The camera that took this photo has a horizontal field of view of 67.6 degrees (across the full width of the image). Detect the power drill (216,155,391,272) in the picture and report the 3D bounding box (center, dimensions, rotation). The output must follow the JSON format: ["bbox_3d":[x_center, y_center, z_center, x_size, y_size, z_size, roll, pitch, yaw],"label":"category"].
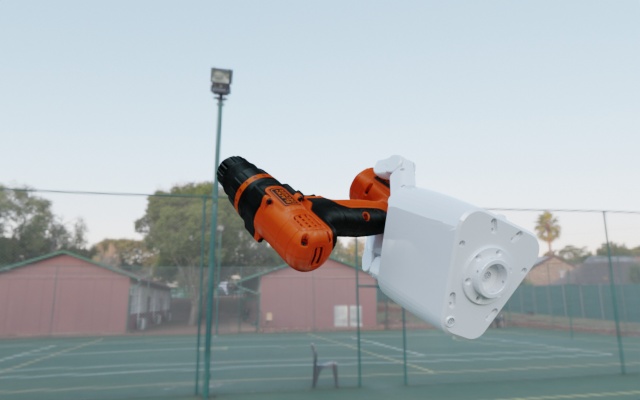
[{"bbox_3d":[0.001,0.002,0.511,0.187,0.057,0.184,-6,34,-36],"label":"power drill"}]
